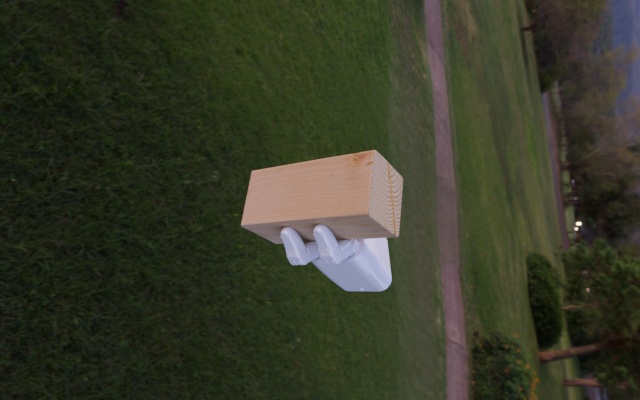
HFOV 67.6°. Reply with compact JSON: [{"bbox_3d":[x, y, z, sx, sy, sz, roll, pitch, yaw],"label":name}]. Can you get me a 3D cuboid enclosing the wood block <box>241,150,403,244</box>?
[{"bbox_3d":[0.000,0.002,0.669,0.206,0.090,0.090,-7,-26,33],"label":"wood block"}]
